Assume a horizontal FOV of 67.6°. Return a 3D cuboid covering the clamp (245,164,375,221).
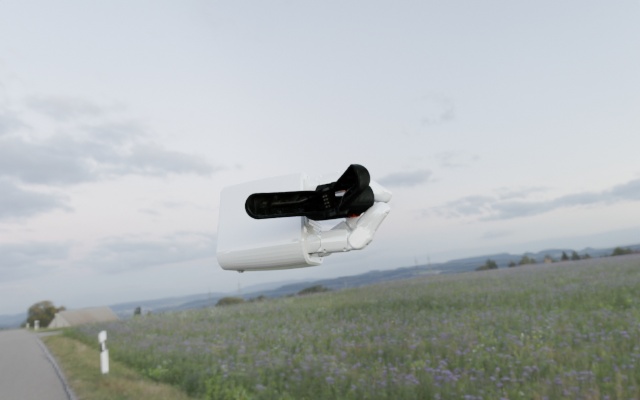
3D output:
[{"bbox_3d":[0.000,0.001,0.491,0.120,0.039,0.171,-8,-12,11],"label":"clamp"}]
